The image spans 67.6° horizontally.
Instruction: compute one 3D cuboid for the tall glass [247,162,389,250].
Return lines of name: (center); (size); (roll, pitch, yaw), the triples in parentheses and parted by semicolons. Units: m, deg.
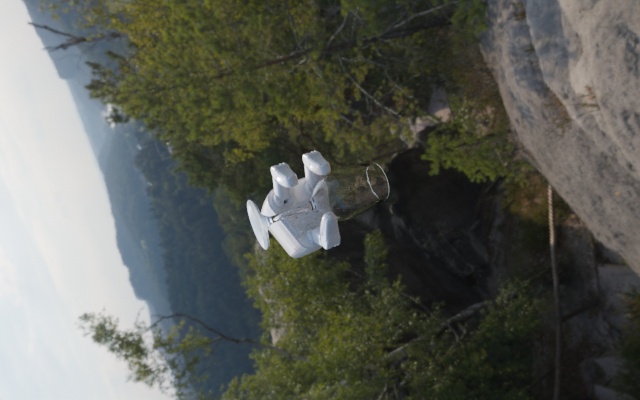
tall glass: (0.000, 0.003, 0.696); (0.201, 0.079, 0.079); (-20, 7, -20)
